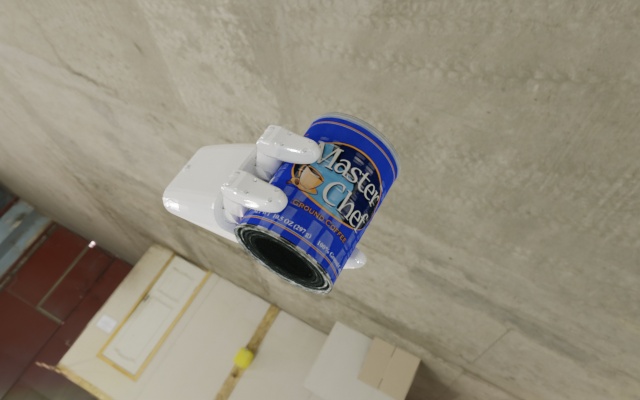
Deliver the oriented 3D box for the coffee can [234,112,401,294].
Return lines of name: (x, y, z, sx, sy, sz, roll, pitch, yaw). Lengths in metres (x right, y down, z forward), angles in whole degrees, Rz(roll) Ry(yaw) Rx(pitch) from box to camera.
coffee can: (0.000, 0.001, 0.453, 0.103, 0.140, 0.103, 27, -25, 14)
